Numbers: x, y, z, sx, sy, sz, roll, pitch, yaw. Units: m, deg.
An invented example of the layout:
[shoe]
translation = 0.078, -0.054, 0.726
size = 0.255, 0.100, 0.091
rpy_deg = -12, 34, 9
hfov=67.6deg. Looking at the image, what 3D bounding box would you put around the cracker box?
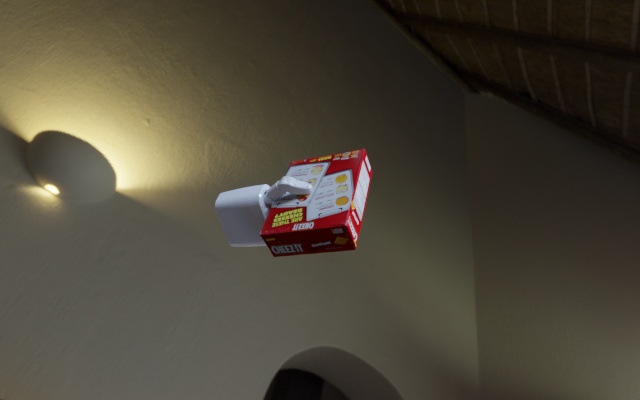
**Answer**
[cracker box]
translation = 0.000, 0.003, 0.894
size = 0.164, 0.072, 0.213
rpy_deg = -8, 40, 23
